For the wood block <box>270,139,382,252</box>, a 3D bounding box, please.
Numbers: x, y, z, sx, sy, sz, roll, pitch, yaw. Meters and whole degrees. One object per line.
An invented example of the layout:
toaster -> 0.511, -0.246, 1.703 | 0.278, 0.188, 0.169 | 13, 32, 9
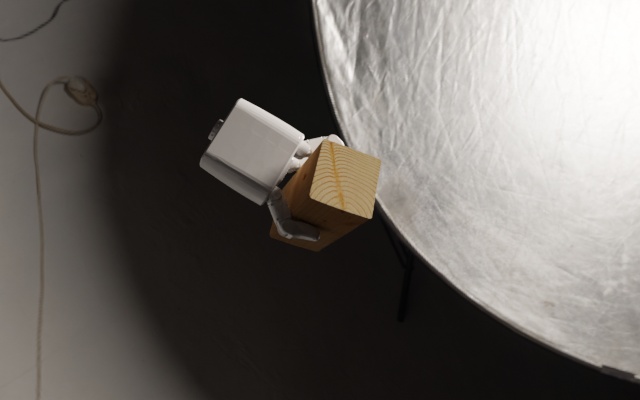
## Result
wood block -> 0.000, 0.002, 0.712 | 0.090, 0.090, 0.206 | 19, -23, -14
